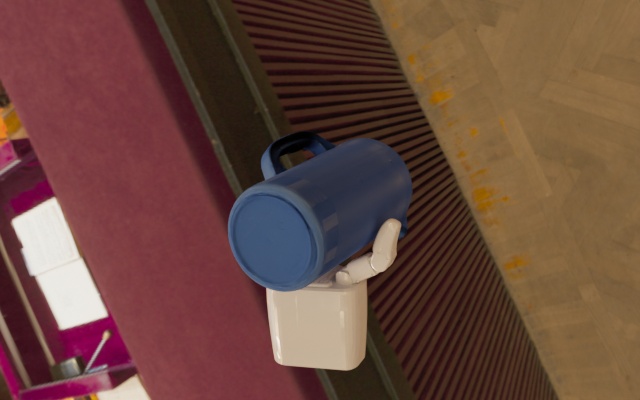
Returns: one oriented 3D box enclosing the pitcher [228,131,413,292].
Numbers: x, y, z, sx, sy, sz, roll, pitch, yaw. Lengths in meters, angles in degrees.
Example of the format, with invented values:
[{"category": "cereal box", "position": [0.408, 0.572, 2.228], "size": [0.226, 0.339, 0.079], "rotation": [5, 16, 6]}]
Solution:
[{"category": "pitcher", "position": [0.000, 0.002, 0.546], "size": [0.149, 0.145, 0.242], "rotation": [5, 16, 26]}]
